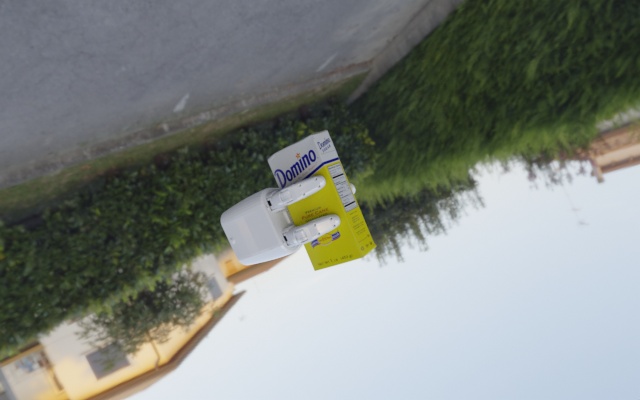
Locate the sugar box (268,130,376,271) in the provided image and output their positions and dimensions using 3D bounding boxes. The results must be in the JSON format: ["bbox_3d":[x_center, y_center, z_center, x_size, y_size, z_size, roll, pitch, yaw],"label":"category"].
[{"bbox_3d":[0.000,0.002,0.661,0.093,0.176,0.048,-23,4,38],"label":"sugar box"}]
